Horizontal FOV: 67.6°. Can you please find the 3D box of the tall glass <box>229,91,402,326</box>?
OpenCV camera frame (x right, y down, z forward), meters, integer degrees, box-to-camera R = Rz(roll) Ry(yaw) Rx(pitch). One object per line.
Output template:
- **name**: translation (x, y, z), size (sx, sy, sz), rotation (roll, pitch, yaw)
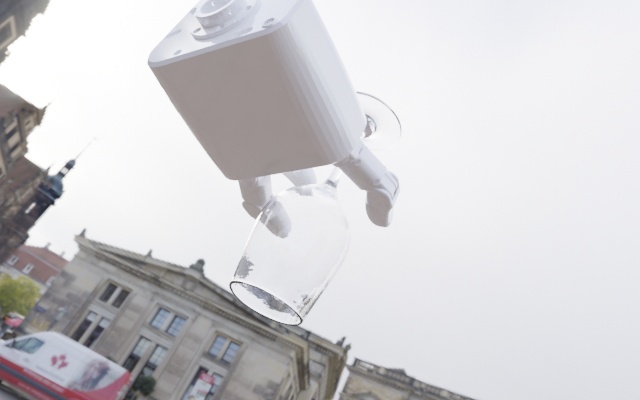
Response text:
- **tall glass**: translation (0.000, 0.001, 0.404), size (0.079, 0.201, 0.079), rotation (21, -30, 13)
